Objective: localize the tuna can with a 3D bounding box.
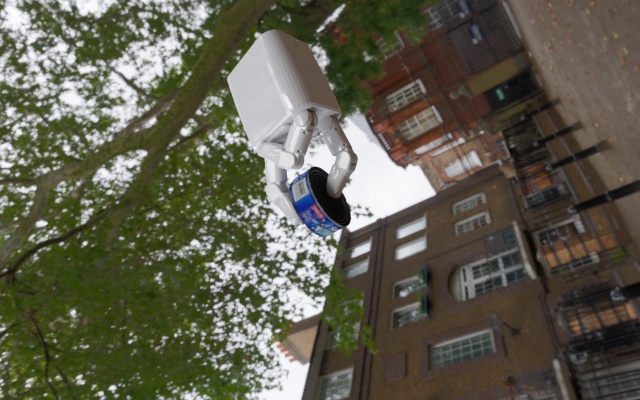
[{"bbox_3d":[0.000,0.002,0.595,0.034,0.086,0.086,-32,-14,24],"label":"tuna can"}]
